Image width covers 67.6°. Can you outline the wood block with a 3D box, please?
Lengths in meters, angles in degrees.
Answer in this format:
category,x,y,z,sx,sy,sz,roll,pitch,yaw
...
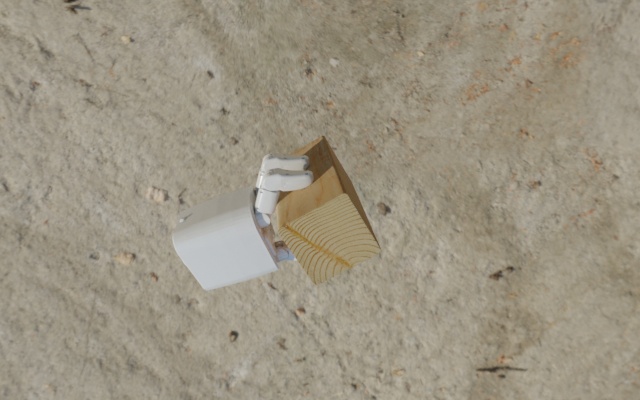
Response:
category,x,y,z,sx,sy,sz,roll,pitch,yaw
wood block,0.000,0.003,0.623,0.090,0.091,0.206,-29,25,7
